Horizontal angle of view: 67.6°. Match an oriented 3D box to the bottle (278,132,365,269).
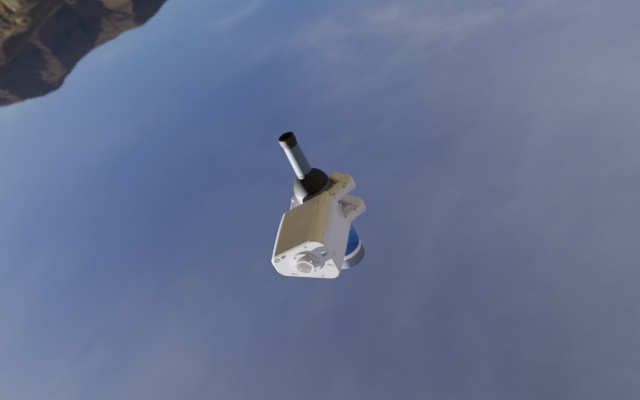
[{"bbox_3d":[0.000,0.003,0.856,0.069,0.296,0.069,-18,37,14],"label":"bottle"}]
